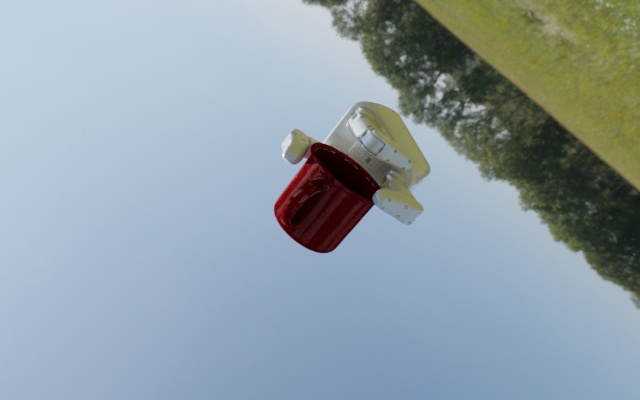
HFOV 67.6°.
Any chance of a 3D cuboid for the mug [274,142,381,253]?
[{"bbox_3d":[-0.001,0.002,0.484,0.093,0.081,0.117,45,23,14],"label":"mug"}]
